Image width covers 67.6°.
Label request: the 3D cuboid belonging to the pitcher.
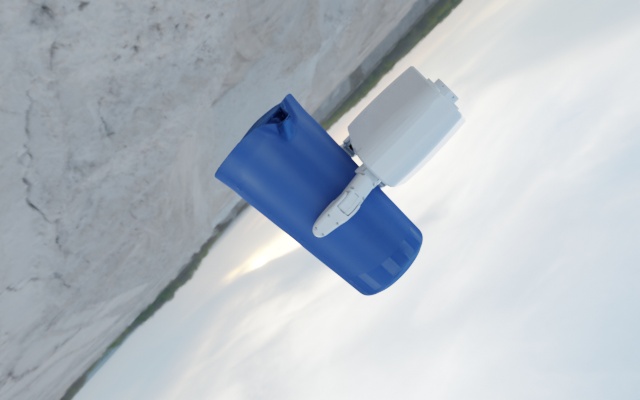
[{"bbox_3d":[0.000,0.002,0.586,0.145,0.243,0.149,-45,7,18],"label":"pitcher"}]
